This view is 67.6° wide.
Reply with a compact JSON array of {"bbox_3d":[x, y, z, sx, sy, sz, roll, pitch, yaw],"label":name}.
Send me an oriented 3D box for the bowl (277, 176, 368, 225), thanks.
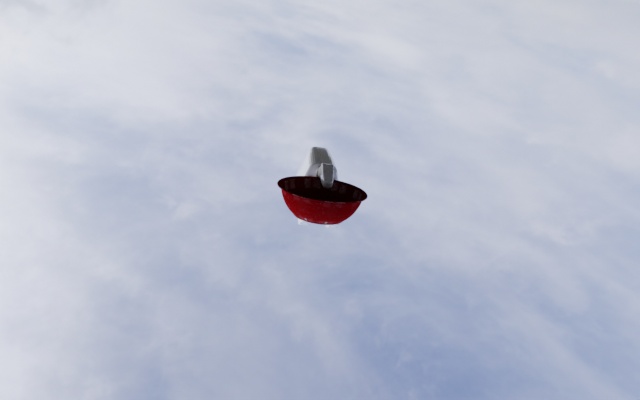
[{"bbox_3d":[0.000,0.004,0.851,0.162,0.055,0.162,8,15,-2],"label":"bowl"}]
